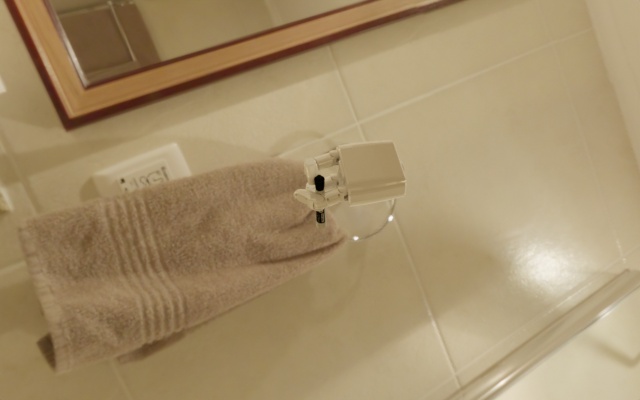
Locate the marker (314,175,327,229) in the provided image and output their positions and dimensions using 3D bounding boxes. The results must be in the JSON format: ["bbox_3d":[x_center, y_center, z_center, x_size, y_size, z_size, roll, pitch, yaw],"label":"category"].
[{"bbox_3d":[0.000,0.003,0.852,0.020,0.121,0.020,-1,43,1],"label":"marker"}]
